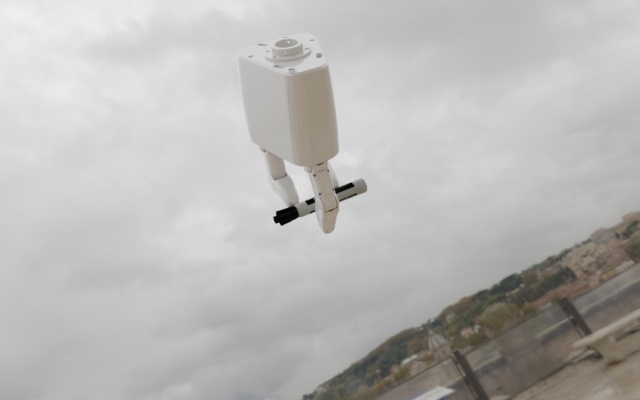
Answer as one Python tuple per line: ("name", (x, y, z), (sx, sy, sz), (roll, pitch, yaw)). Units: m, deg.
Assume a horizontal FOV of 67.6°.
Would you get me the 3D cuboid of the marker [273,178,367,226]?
("marker", (0.000, 0.002, 0.569), (0.121, 0.020, 0.020), (-21, 7, -18))
